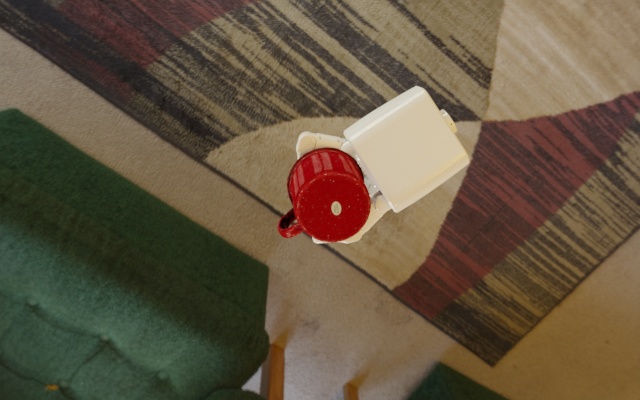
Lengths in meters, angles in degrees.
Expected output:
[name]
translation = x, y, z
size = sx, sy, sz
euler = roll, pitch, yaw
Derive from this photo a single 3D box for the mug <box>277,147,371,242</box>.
[mug]
translation = -0.001, 0.003, 0.533
size = 0.117, 0.093, 0.081
euler = -34, 19, 7
